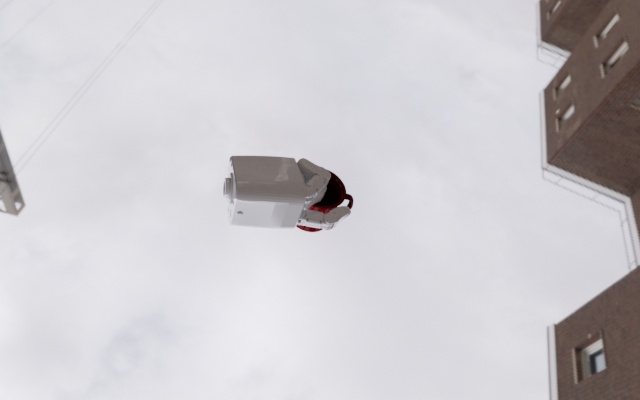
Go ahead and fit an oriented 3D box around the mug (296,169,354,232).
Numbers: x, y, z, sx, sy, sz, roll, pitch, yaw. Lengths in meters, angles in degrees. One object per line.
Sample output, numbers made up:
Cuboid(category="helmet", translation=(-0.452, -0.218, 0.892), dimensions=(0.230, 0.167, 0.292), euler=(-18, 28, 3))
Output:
Cuboid(category="mug", translation=(0.001, 0.003, 0.842), dimensions=(0.117, 0.093, 0.082), euler=(5, -40, -17))
